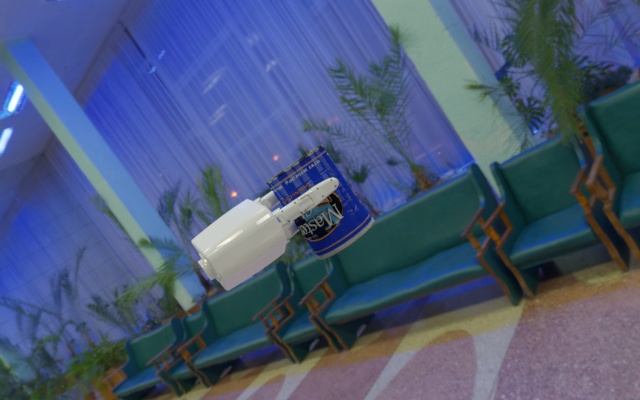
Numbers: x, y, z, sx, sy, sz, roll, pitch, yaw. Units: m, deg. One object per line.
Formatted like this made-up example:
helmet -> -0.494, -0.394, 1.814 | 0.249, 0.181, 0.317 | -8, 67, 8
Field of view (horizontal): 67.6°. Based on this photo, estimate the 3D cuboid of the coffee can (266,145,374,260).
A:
coffee can -> 0.000, 0.002, 0.717 | 0.103, 0.140, 0.103 | -34, 5, 3
